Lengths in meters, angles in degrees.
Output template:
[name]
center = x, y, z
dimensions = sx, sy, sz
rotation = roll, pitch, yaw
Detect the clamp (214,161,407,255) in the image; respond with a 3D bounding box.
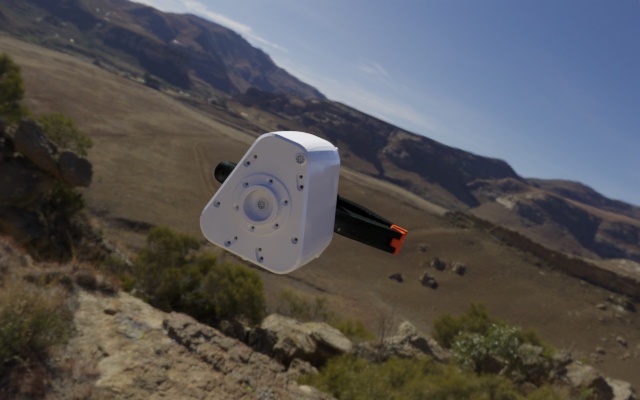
[clamp]
center = 0.001, 0.001, 0.558
dimensions = 0.210, 0.036, 0.164
rotation = 24, 11, 10
